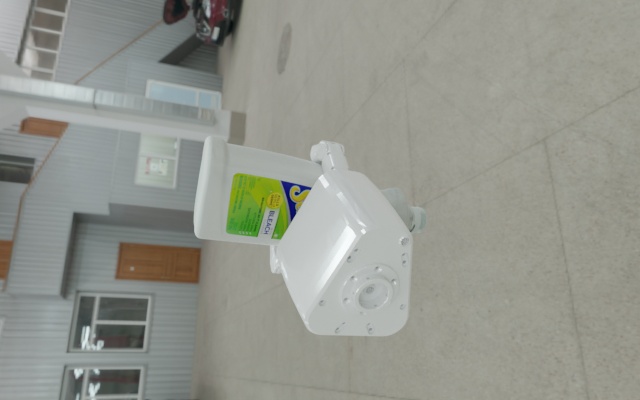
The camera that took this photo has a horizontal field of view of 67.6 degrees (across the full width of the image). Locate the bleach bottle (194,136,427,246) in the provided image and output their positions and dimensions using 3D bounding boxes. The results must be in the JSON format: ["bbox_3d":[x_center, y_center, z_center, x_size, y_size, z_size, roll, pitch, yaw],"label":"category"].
[{"bbox_3d":[0.000,0.002,0.506,0.251,0.103,0.068,7,23,-20],"label":"bleach bottle"}]
